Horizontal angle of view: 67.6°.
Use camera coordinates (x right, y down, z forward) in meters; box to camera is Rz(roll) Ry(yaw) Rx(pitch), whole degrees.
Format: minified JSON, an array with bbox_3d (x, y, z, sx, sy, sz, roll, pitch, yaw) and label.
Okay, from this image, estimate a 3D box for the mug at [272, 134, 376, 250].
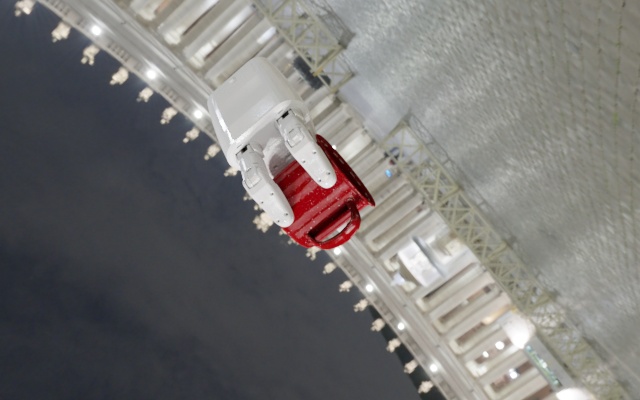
[{"bbox_3d":[0.000,0.003,0.477,0.081,0.117,0.093,-39,-43,11],"label":"mug"}]
